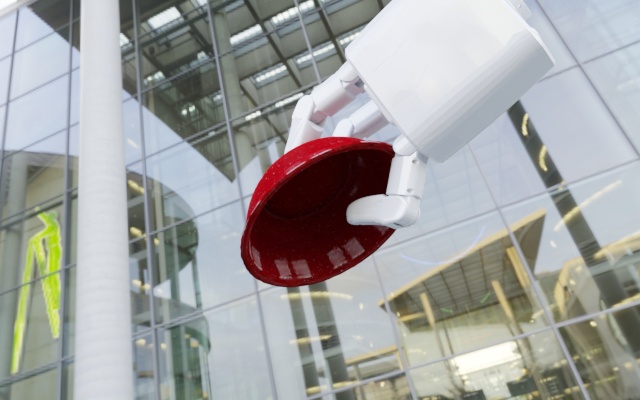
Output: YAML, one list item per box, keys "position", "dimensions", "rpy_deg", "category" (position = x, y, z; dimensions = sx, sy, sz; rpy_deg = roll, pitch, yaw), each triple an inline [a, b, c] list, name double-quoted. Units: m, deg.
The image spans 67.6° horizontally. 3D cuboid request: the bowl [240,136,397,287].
- position: [-0.001, 0.002, 0.409]
  dimensions: [0.162, 0.162, 0.055]
  rpy_deg: [0, 40, -36]
  category: "bowl"
